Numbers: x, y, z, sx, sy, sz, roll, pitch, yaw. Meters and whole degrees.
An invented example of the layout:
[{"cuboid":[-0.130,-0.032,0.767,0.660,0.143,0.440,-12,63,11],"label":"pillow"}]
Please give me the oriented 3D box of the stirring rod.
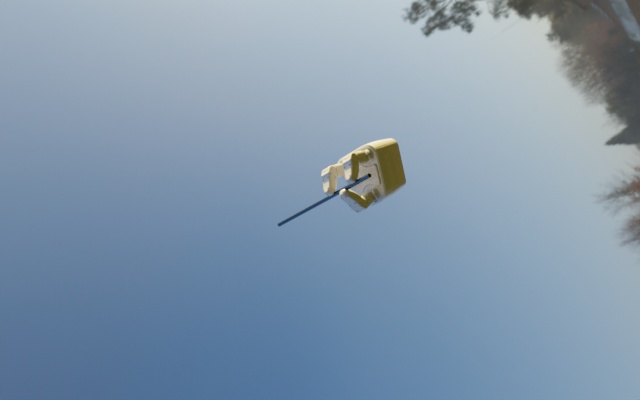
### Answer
[{"cuboid":[0.000,0.003,0.886,0.239,0.011,0.011,-29,-19,38],"label":"stirring rod"}]
